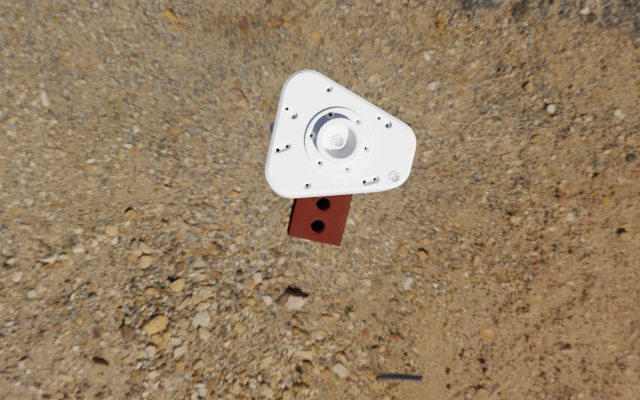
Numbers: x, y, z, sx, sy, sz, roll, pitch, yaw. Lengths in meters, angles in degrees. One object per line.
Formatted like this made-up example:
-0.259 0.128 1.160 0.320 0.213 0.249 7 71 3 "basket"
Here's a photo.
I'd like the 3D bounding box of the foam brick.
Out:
0.000 0.002 0.476 0.053 0.078 0.051 13 2 -6 "foam brick"
